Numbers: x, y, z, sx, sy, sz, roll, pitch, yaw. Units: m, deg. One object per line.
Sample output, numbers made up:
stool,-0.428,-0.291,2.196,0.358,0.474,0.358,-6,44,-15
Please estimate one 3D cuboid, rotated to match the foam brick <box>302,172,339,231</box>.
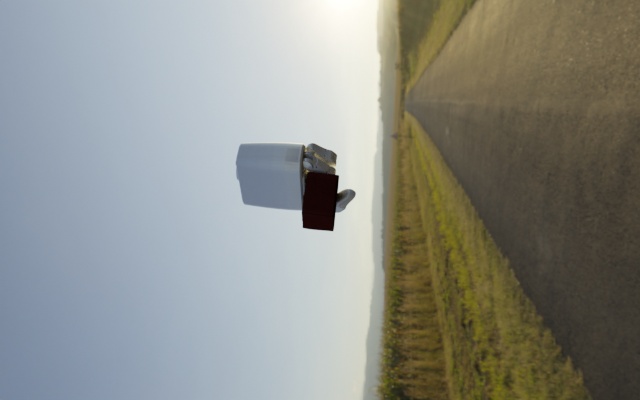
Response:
foam brick,0.000,0.003,0.754,0.051,0.078,0.053,5,-31,2
